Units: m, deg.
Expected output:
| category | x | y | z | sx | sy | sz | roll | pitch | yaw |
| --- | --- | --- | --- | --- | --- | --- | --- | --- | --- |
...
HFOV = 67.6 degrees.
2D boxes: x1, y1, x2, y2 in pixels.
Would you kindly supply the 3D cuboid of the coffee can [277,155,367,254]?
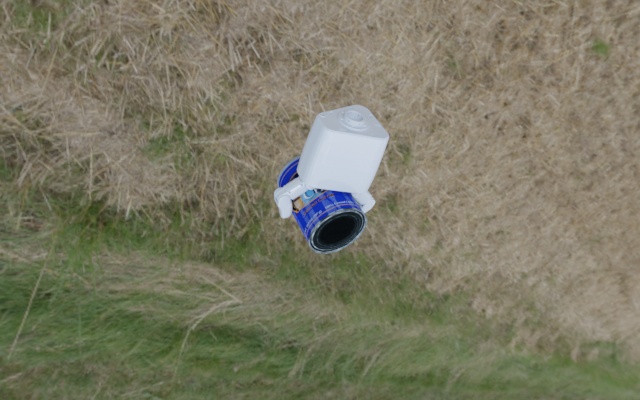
| category | x | y | z | sx | sy | sz | roll | pitch | yaw |
| --- | --- | --- | --- | --- | --- | --- | --- | --- | --- |
| coffee can | 0.000 | 0.003 | 0.795 | 0.103 | 0.103 | 0.140 | 0 | 43 | -34 |
